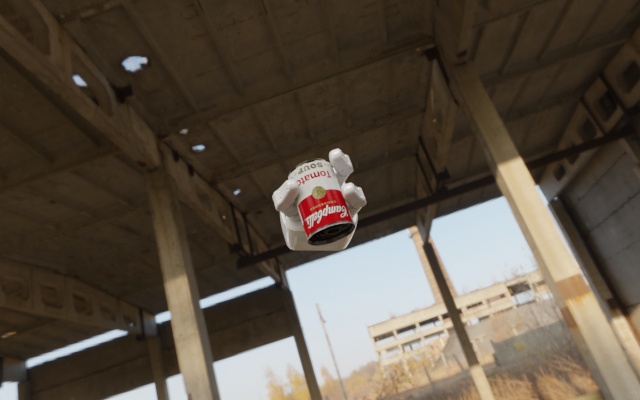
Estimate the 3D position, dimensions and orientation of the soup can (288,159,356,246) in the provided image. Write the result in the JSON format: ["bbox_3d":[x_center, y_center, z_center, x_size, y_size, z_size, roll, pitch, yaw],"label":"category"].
[{"bbox_3d":[0.000,0.002,0.661,0.068,0.102,0.068,-16,-23,-7],"label":"soup can"}]
